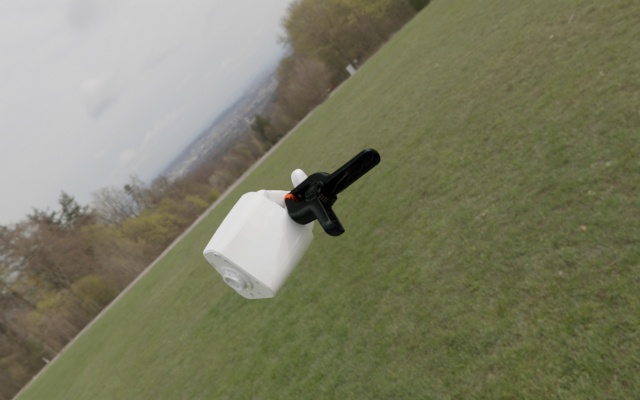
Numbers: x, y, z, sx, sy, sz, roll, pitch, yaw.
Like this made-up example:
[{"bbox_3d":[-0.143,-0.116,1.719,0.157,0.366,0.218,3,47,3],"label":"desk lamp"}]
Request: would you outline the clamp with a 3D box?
[{"bbox_3d":[0.000,0.002,0.615,0.039,0.120,0.171,42,-33,-18],"label":"clamp"}]
